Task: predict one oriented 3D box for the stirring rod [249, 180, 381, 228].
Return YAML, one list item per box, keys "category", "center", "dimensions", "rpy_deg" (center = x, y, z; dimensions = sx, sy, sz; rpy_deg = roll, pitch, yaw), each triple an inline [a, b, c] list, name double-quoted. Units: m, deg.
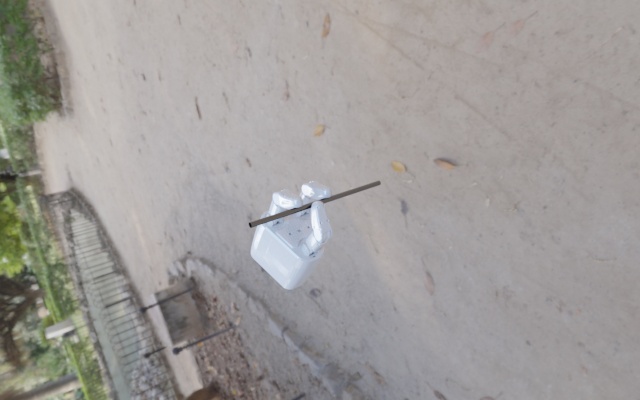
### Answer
- category: "stirring rod"
  center: [0.000, 0.002, 0.716]
  dimensions: [0.239, 0.011, 0.011]
  rpy_deg: [-18, 10, -33]
